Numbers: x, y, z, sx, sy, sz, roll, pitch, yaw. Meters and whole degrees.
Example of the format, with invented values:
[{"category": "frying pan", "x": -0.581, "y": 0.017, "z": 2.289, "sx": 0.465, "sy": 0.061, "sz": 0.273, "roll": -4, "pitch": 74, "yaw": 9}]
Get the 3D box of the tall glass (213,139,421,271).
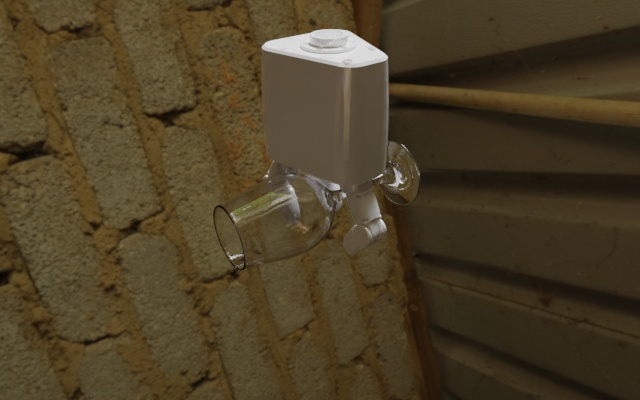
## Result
[{"category": "tall glass", "x": 0.001, "y": 0.001, "z": 0.468, "sx": 0.201, "sy": 0.079, "sz": 0.079, "roll": -22, "pitch": 11, "yaw": -29}]
